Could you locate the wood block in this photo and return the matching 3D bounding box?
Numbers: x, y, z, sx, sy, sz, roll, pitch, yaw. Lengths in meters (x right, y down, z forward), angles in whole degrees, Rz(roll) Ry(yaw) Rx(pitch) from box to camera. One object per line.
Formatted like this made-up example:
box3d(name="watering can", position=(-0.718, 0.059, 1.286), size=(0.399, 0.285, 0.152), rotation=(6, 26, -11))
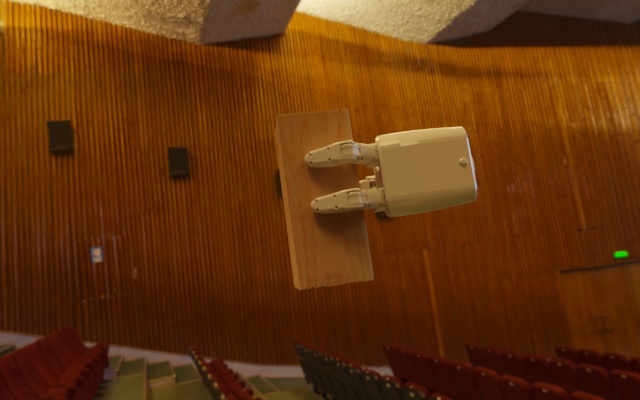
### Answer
box3d(name="wood block", position=(0.000, 0.002, 0.598), size=(0.090, 0.206, 0.091), rotation=(-7, -7, -7))
